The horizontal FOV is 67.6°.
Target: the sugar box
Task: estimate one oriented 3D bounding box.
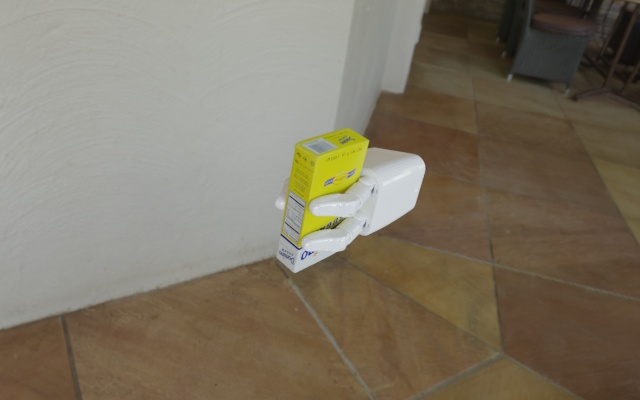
[{"bbox_3d":[0.001,0.002,0.608,0.093,0.176,0.048,-22,44,-40],"label":"sugar box"}]
